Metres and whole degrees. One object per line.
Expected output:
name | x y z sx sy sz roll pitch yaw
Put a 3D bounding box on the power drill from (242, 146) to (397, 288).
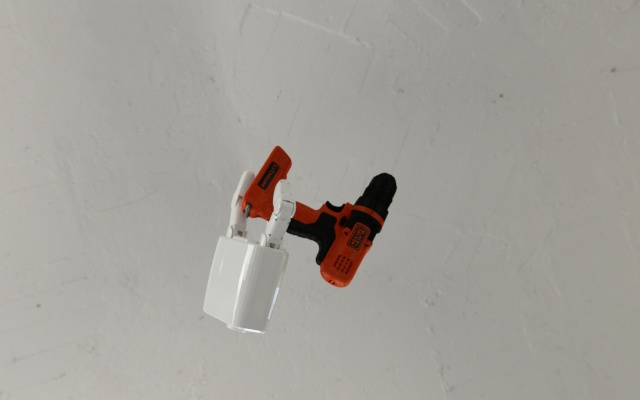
power drill | 0.000 0.002 0.667 0.187 0.184 0.057 30 -24 1
